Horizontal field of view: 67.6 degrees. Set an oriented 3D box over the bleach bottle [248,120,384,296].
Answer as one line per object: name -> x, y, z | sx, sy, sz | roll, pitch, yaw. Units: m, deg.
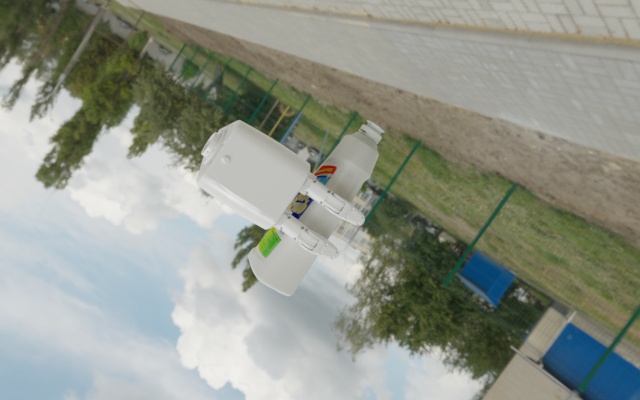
bleach bottle -> 0.000, 0.002, 0.649 | 0.068, 0.251, 0.102 | 33, 4, -21
